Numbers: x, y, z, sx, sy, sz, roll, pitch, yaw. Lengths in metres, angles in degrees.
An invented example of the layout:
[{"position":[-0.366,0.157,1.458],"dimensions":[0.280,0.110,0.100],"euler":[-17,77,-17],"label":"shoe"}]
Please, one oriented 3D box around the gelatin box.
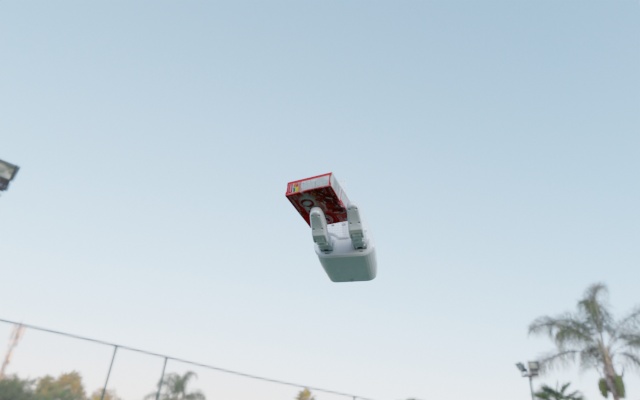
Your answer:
[{"position":[0.000,0.002,0.711],"dimensions":[0.073,0.030,0.089],"euler":[-12,-41,21],"label":"gelatin box"}]
